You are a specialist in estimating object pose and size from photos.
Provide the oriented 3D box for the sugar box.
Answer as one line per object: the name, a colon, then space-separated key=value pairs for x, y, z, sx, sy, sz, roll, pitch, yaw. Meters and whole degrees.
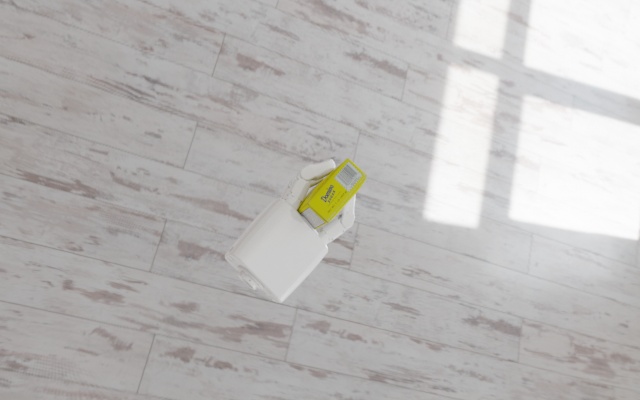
sugar box: x=0.000 y=0.002 z=0.727 sx=0.048 sy=0.093 sz=0.176 roll=44 pitch=-20 yaw=-6
